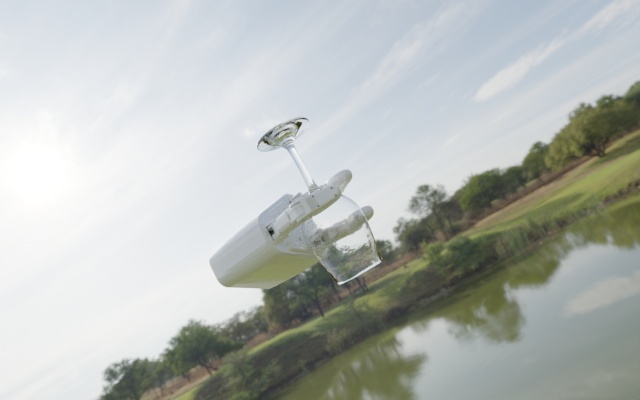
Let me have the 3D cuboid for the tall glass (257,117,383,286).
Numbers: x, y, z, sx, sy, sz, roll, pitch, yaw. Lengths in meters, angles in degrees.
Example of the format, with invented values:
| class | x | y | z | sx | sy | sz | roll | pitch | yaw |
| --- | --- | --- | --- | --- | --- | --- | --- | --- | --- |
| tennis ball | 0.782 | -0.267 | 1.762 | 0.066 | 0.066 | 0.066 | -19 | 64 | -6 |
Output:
| class | x | y | z | sx | sy | sz | roll | pitch | yaw |
| --- | --- | --- | --- | --- | --- | --- | --- | --- | --- |
| tall glass | 0.000 | 0.001 | 0.583 | 0.079 | 0.201 | 0.079 | -28 | -11 | -6 |
